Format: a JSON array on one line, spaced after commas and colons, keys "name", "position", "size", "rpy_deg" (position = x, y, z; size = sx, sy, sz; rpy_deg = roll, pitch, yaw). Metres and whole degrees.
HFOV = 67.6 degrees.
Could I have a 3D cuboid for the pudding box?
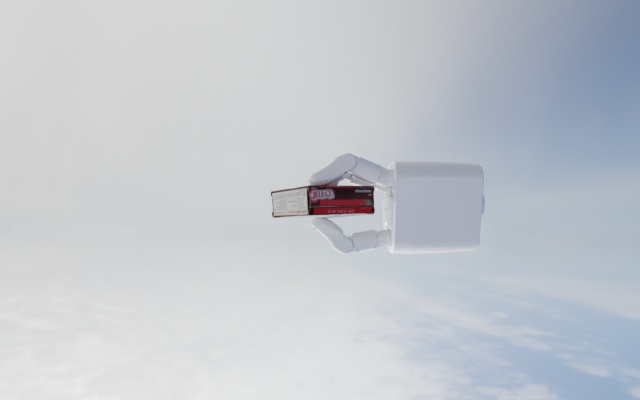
[{"name": "pudding box", "position": [0.000, 0.002, 0.589], "size": [0.090, 0.039, 0.113], "rpy_deg": [1, -5, -28]}]
